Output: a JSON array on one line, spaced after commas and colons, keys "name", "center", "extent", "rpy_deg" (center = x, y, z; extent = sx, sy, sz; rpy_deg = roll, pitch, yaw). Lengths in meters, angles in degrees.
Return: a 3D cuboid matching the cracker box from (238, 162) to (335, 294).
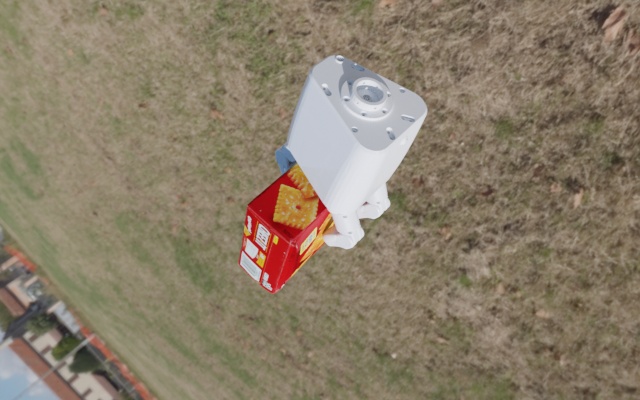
[{"name": "cracker box", "center": [0.000, 0.002, 0.594], "extent": [0.213, 0.072, 0.164], "rpy_deg": [-42, -13, -29]}]
